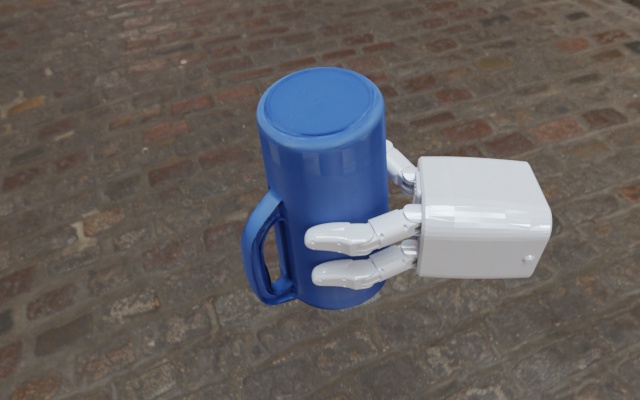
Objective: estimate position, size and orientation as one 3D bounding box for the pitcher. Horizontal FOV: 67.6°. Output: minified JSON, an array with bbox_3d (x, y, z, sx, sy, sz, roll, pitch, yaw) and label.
[{"bbox_3d":[0.000,0.002,0.477,0.145,0.149,0.243,3,-40,9],"label":"pitcher"}]
